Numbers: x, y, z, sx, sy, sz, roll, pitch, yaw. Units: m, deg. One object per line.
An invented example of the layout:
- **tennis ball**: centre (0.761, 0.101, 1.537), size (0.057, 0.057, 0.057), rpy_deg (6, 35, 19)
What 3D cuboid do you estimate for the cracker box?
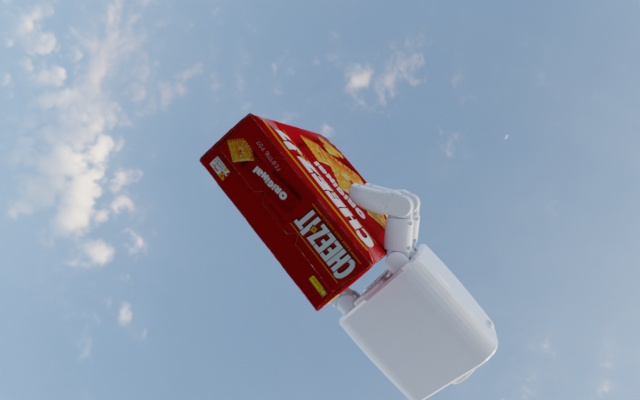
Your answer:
- **cracker box**: centre (0.000, 0.002, 0.485), size (0.072, 0.164, 0.213), rpy_deg (-42, -8, 14)
